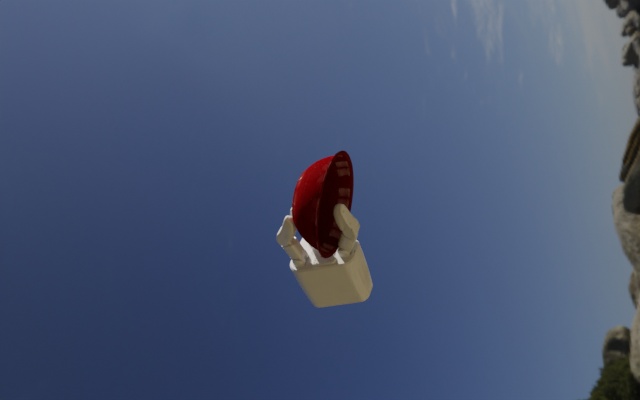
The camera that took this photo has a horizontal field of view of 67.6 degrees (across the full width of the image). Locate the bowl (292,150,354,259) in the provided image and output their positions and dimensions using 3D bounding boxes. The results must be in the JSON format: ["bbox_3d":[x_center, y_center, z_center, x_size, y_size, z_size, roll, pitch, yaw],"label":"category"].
[{"bbox_3d":[0.000,0.001,0.716,0.055,0.162,0.162,10,3,19],"label":"bowl"}]
